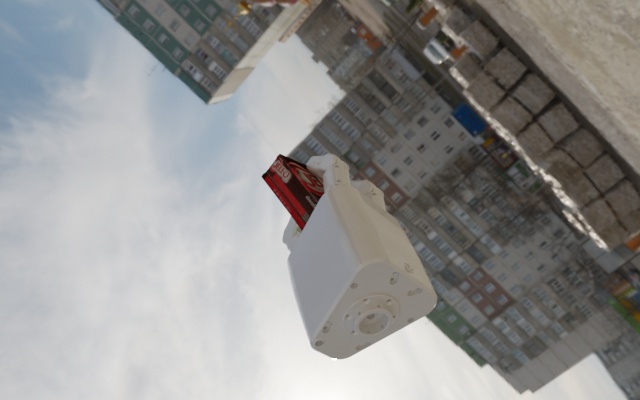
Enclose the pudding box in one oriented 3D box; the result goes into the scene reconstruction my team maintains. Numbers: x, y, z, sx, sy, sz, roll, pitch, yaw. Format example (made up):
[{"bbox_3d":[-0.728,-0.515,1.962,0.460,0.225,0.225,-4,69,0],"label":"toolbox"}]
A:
[{"bbox_3d":[0.000,0.002,0.523,0.090,0.039,0.113,52,16,30],"label":"pudding box"}]
